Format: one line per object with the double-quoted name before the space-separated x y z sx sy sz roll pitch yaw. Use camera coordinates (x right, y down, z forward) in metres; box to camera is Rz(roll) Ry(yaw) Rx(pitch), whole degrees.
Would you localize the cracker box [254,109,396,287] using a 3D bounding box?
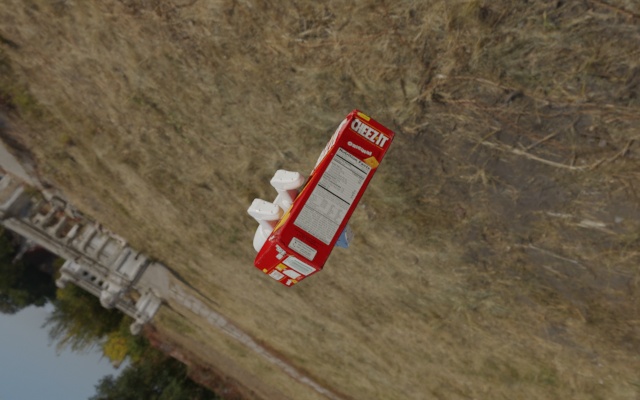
"cracker box" 0.000 0.002 0.650 0.072 0.213 0.164 32 -23 -5
